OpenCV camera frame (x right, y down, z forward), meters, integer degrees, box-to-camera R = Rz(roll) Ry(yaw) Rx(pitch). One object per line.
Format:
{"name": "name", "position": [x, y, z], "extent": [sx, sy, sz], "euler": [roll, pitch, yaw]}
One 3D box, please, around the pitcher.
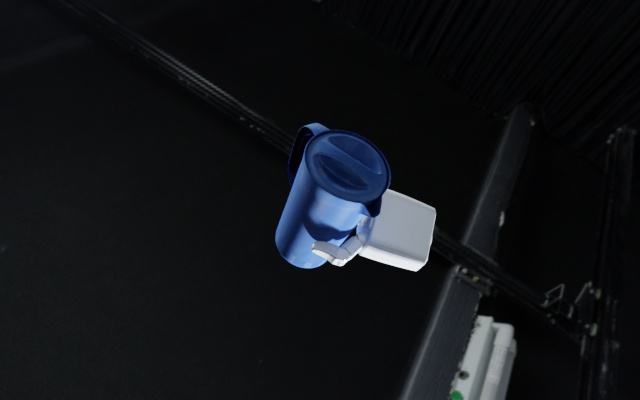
{"name": "pitcher", "position": [0.000, 0.003, 0.778], "extent": [0.145, 0.149, 0.243], "euler": [19, -39, -9]}
